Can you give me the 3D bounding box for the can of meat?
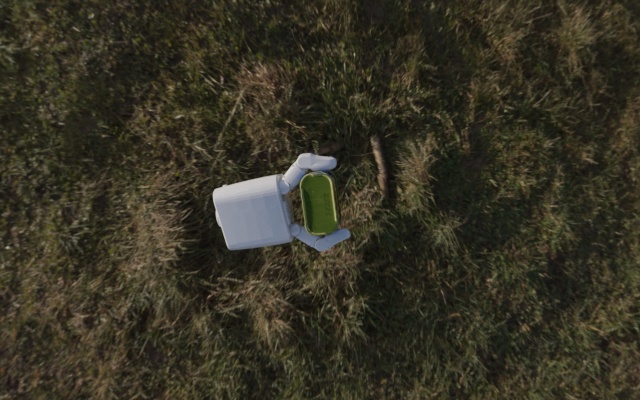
[{"bbox_3d":[0.000,0.003,0.760,0.057,0.102,0.084,-7,5,5],"label":"can of meat"}]
